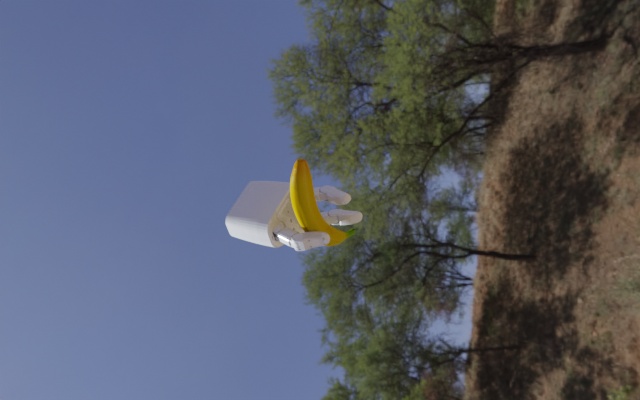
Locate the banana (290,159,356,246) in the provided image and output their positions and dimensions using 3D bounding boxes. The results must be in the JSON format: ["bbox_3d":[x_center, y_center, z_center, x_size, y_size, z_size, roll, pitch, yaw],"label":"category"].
[{"bbox_3d":[-0.008,0.019,0.764,0.037,0.069,0.198,15,-28,39],"label":"banana"}]
